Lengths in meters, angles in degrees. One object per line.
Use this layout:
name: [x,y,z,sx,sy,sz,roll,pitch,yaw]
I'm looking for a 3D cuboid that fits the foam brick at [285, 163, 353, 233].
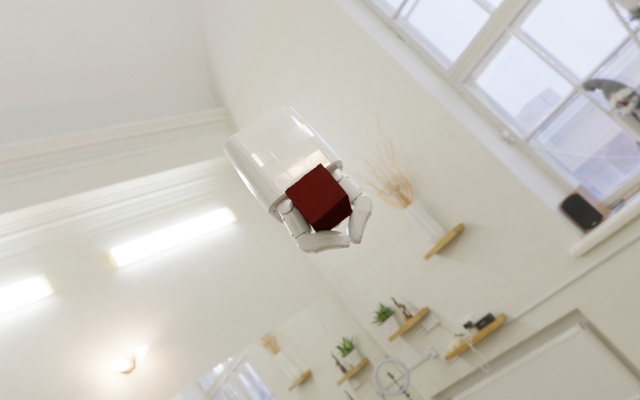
foam brick: [0.000,0.002,0.547,0.053,0.051,0.078,-37,-16,-3]
